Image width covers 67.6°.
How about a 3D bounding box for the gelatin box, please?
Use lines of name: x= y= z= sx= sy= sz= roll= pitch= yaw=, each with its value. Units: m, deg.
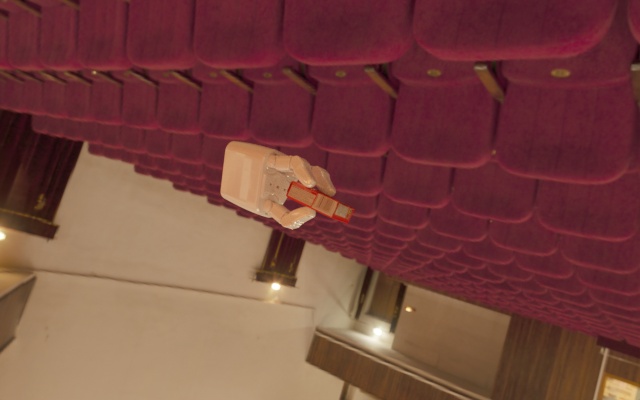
gelatin box: x=0.000 y=0.003 z=0.752 sx=0.089 sy=0.030 sz=0.073 roll=25 pitch=0 yaw=25
